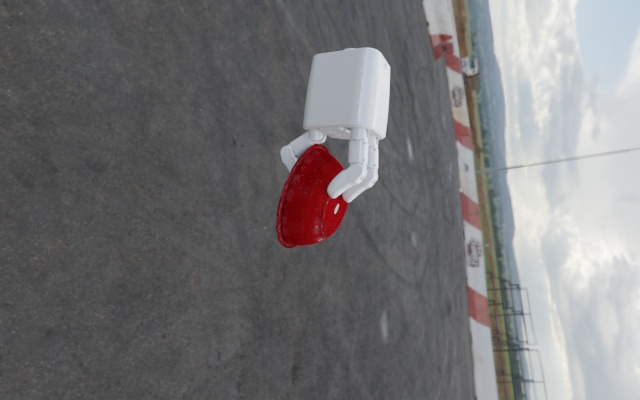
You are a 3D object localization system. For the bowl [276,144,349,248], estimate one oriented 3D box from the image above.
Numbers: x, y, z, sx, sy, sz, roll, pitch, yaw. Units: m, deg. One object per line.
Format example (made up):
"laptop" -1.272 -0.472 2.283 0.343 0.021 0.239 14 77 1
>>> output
"bowl" 0.000 0.004 0.696 0.055 0.162 0.162 20 7 21
